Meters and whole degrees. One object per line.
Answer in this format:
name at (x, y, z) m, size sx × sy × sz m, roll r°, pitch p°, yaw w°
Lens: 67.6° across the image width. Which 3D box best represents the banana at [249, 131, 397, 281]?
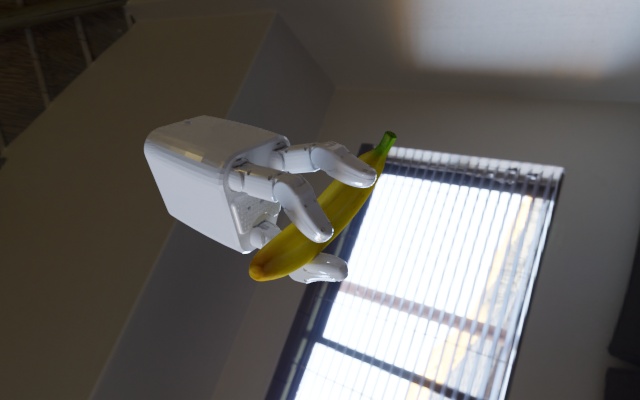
banana at (0.003, 0.011, 0.440) m, size 0.037 × 0.197 × 0.070 m, roll 30°, pitch -32°, yaw 22°
